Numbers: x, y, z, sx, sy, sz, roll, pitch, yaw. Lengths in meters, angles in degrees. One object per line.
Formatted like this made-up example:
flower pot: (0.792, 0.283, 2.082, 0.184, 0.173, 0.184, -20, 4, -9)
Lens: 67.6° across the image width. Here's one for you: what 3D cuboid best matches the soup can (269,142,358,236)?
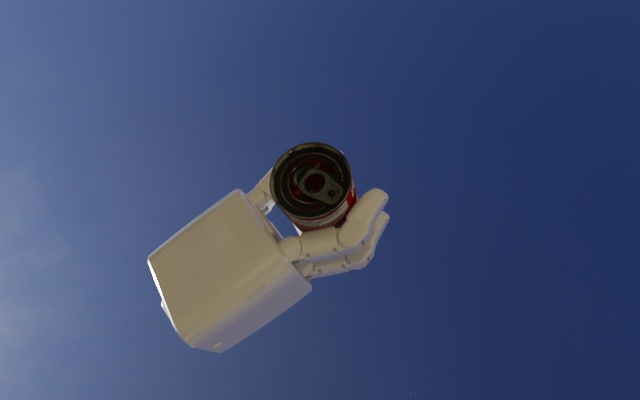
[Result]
soup can: (0.000, 0.001, 0.431, 0.068, 0.068, 0.102, 0, -22, 11)
